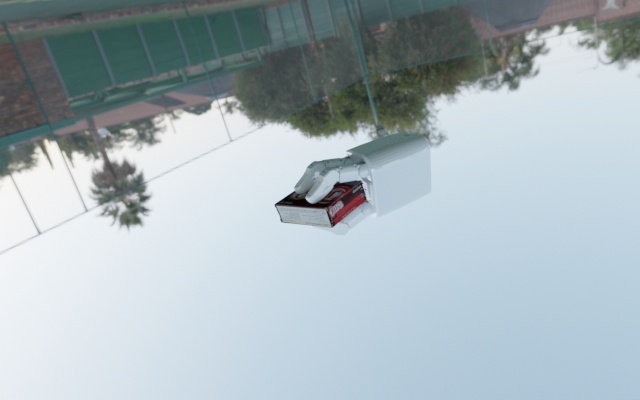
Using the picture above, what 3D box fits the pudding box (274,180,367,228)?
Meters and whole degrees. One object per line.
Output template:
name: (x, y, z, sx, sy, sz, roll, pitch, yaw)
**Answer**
pudding box: (0.000, 0.003, 0.732, 0.113, 0.039, 0.090, 1, 27, 44)
